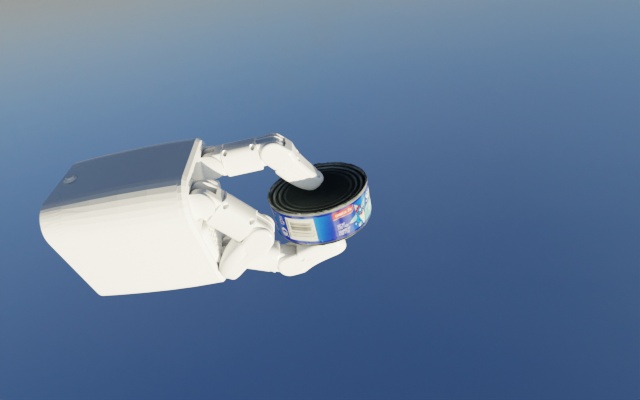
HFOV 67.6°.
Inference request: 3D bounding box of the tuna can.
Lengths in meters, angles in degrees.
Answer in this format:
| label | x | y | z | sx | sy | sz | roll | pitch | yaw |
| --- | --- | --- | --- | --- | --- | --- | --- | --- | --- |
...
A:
| label | x | y | z | sx | sy | sz | roll | pitch | yaw |
| --- | --- | --- | --- | --- | --- | --- | --- | --- | --- |
| tuna can | 0.000 | 0.002 | 0.410 | 0.086 | 0.034 | 0.086 | -10 | 30 | 6 |
